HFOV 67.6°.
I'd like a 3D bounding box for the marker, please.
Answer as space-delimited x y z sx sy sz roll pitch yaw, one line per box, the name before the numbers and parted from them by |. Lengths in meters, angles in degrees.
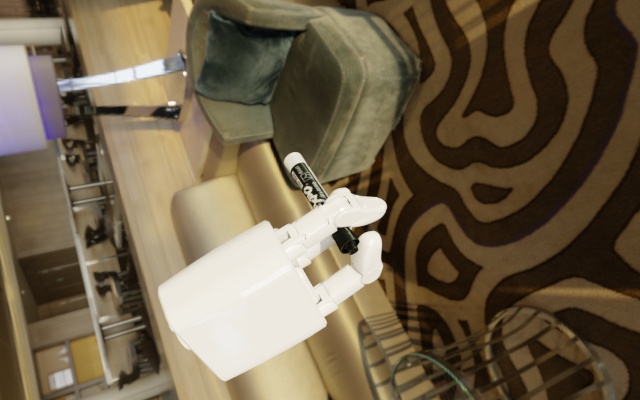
marker | 0.000 0.001 0.427 0.020 0.020 0.121 0 43 -39
